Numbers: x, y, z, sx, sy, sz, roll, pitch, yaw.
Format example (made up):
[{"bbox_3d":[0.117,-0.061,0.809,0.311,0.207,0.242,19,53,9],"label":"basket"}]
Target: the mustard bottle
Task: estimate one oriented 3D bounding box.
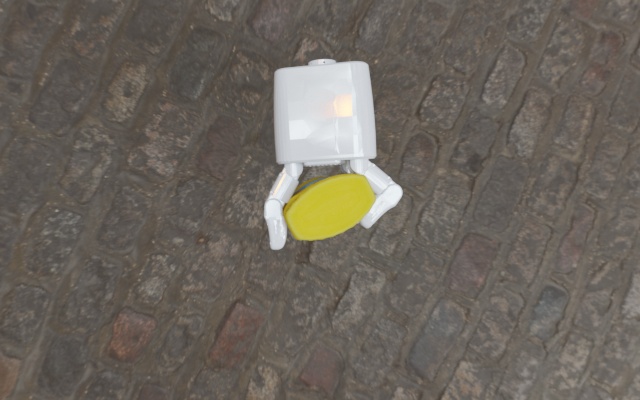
[{"bbox_3d":[0.000,0.002,0.577,0.096,0.058,0.191,-28,6,-5],"label":"mustard bottle"}]
